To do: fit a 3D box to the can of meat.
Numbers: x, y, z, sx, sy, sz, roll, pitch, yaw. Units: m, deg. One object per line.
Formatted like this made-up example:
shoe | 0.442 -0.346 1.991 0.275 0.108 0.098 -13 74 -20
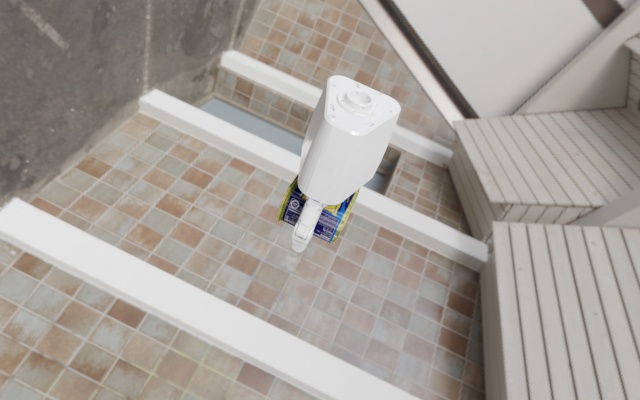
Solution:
can of meat | 0.000 0.002 0.641 0.084 0.057 0.102 25 39 4
